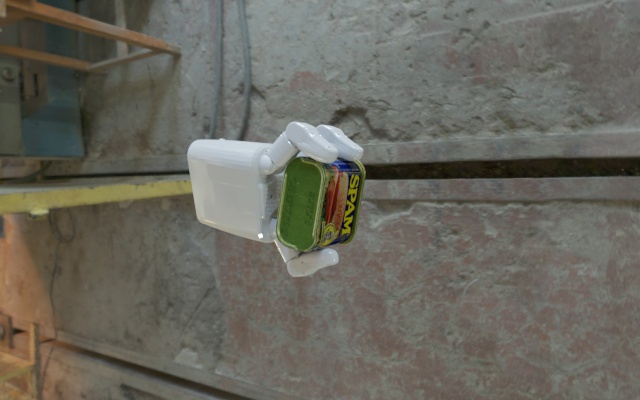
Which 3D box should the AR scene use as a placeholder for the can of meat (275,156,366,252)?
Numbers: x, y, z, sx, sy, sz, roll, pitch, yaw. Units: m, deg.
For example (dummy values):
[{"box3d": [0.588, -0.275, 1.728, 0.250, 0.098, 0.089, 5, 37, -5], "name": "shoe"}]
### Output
[{"box3d": [0.000, 0.002, 0.520, 0.057, 0.102, 0.084, 14, 11, 31], "name": "can of meat"}]
